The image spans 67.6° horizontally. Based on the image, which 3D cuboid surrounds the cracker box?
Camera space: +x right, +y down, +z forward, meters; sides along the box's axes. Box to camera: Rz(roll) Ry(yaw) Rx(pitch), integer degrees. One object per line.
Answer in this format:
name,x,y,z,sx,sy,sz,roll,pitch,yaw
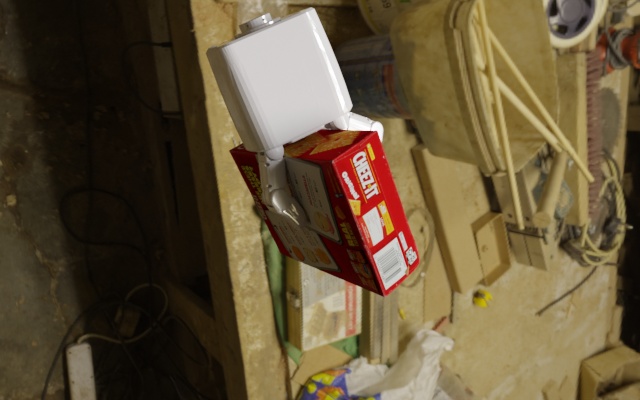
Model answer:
cracker box,0.000,0.002,0.555,0.072,0.164,0.213,-35,26,-26
